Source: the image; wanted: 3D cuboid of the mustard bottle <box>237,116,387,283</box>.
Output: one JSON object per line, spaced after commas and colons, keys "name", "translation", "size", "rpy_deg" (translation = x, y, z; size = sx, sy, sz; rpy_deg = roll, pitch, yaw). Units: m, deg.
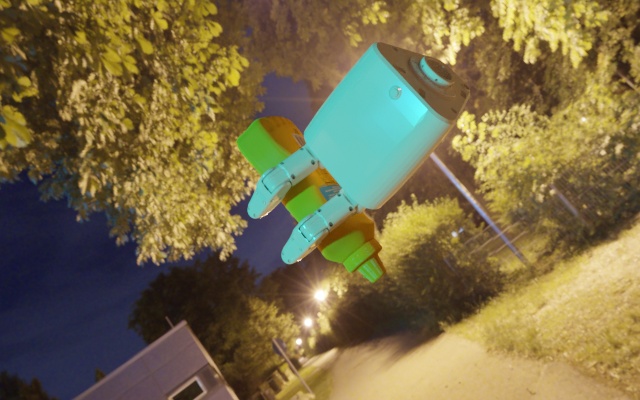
{"name": "mustard bottle", "translation": [0.000, 0.002, 0.484], "size": [0.058, 0.191, 0.096], "rpy_deg": [-42, -14, 14]}
